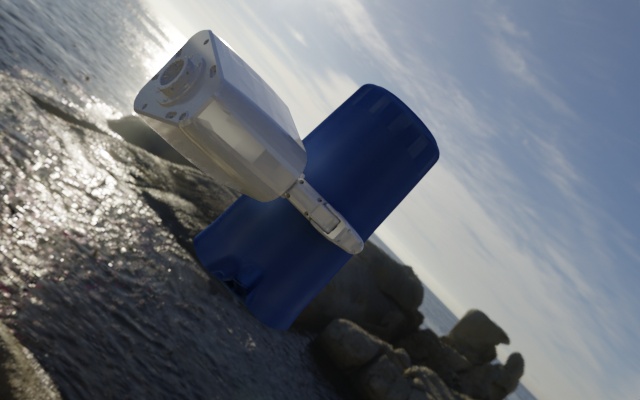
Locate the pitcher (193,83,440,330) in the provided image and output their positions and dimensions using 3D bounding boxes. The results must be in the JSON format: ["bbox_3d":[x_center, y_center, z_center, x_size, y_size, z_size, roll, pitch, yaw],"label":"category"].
[{"bbox_3d":[0.000,0.002,0.496,0.145,0.243,0.149,43,4,-44],"label":"pitcher"}]
